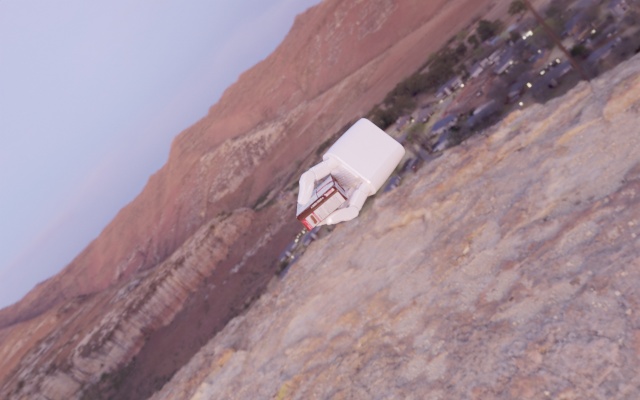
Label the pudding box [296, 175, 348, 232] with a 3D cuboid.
[{"bbox_3d":[0.000,0.003,0.854,0.090,0.039,0.113,-41,9,6],"label":"pudding box"}]
